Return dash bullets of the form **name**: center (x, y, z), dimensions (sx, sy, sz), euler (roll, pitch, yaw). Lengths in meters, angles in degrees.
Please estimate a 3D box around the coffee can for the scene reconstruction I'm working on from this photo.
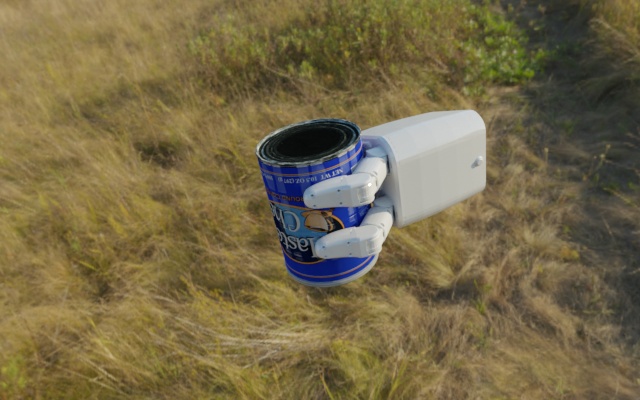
- **coffee can**: center (0.000, 0.002, 0.485), dimensions (0.103, 0.140, 0.102), euler (-9, 30, 5)
